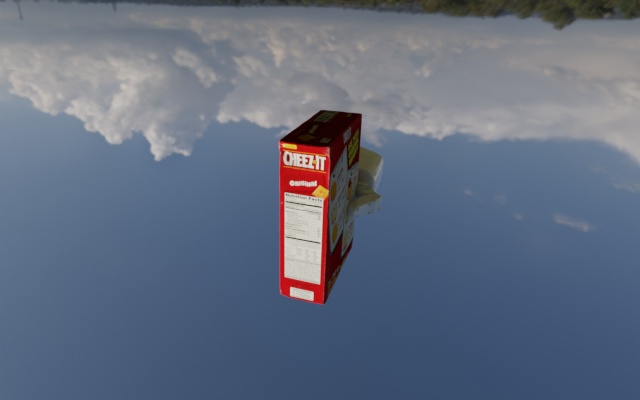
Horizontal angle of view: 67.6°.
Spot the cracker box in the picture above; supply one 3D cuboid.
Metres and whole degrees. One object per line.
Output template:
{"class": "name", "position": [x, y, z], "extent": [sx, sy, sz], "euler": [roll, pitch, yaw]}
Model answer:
{"class": "cracker box", "position": [0.000, 0.002, 0.641], "extent": [0.072, 0.214, 0.164], "euler": [8, 25, 15]}
